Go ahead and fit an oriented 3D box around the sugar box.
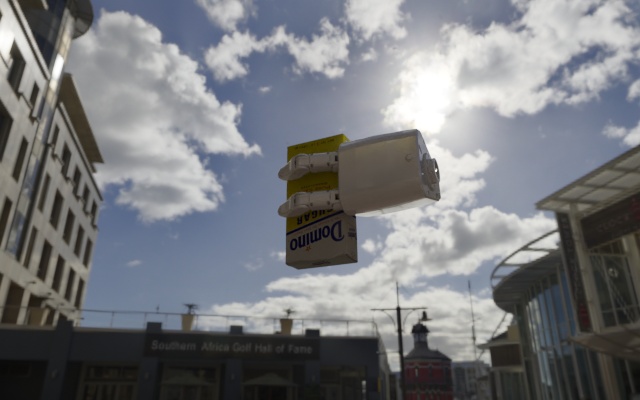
[{"bbox_3d":[0.000,0.002,0.662,0.093,0.176,0.048,-11,-25,24],"label":"sugar box"}]
